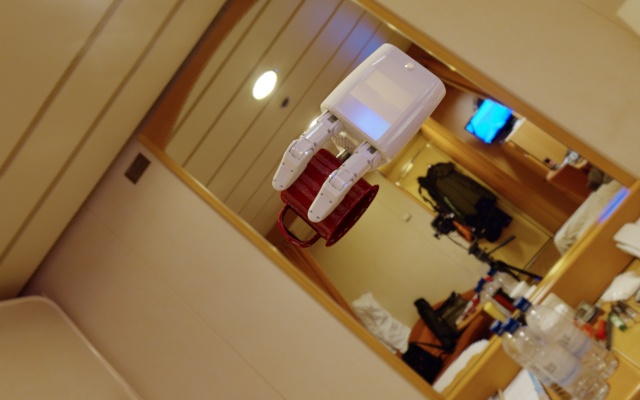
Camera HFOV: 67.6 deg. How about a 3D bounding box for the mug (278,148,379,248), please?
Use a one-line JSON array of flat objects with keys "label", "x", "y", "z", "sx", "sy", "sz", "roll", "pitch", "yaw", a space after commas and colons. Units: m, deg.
[{"label": "mug", "x": -0.001, "y": 0.003, "z": 0.554, "sx": 0.081, "sy": 0.117, "sz": 0.093, "roll": 40, "pitch": -12, "yaw": 13}]
